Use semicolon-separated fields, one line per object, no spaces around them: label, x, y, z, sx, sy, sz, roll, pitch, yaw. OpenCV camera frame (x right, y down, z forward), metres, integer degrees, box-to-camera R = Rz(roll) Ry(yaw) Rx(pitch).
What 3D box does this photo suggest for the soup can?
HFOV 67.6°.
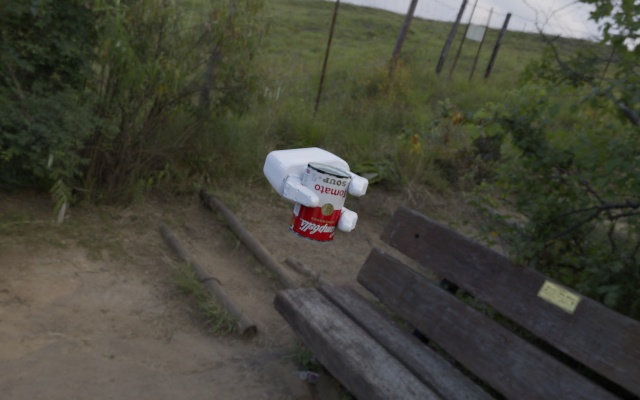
soup can;0.000;0.002;0.693;0.068;0.102;0.068;16;13;-4
